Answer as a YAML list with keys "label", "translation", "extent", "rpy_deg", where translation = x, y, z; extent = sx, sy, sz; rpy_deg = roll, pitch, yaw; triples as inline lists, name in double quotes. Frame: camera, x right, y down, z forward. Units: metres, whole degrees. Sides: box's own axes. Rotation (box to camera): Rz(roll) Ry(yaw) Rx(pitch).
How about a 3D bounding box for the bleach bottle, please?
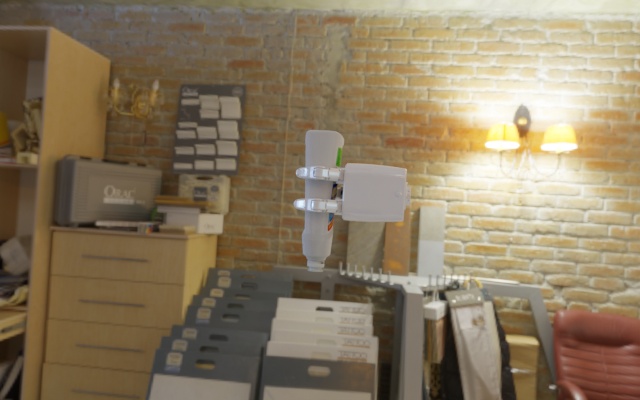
- label: "bleach bottle"
  translation: [0.000, 0.003, 0.877]
  extent: [0.068, 0.251, 0.102]
  rpy_deg: [4, -1, 8]
